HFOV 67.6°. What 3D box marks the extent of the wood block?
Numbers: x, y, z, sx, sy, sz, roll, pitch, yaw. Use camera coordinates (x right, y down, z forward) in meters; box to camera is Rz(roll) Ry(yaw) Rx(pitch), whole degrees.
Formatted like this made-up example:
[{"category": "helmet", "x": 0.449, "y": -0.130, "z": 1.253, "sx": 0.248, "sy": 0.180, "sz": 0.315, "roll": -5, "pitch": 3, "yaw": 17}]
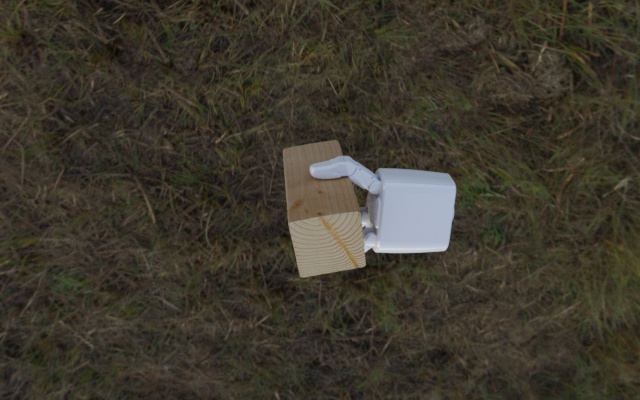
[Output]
[{"category": "wood block", "x": 0.000, "y": 0.002, "z": 0.681, "sx": 0.090, "sy": 0.091, "sz": 0.206, "roll": -9, "pitch": 32, "yaw": -1}]
